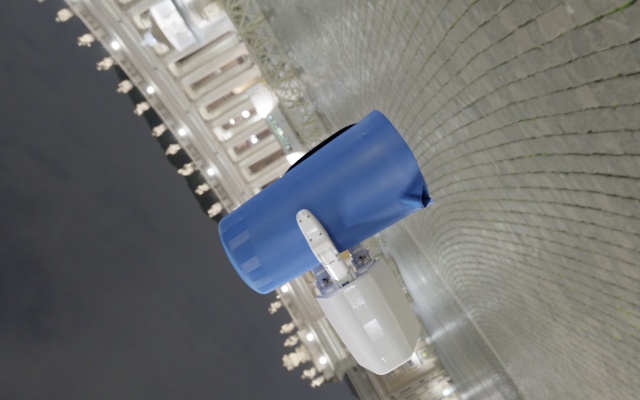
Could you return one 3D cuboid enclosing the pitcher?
[{"bbox_3d":[0.000,0.002,0.589,0.243,0.145,0.149,-32,-2,2],"label":"pitcher"}]
